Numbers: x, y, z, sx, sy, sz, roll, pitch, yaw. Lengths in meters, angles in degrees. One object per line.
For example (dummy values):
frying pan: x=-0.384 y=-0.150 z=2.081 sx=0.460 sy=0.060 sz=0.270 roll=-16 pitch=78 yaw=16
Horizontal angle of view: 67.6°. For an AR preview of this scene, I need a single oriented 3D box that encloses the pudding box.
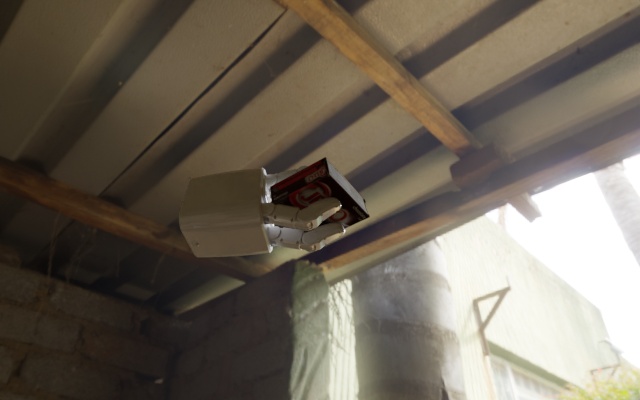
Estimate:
pudding box: x=0.000 y=0.002 z=0.643 sx=0.090 sy=0.039 sz=0.113 roll=-26 pitch=-41 yaw=21
